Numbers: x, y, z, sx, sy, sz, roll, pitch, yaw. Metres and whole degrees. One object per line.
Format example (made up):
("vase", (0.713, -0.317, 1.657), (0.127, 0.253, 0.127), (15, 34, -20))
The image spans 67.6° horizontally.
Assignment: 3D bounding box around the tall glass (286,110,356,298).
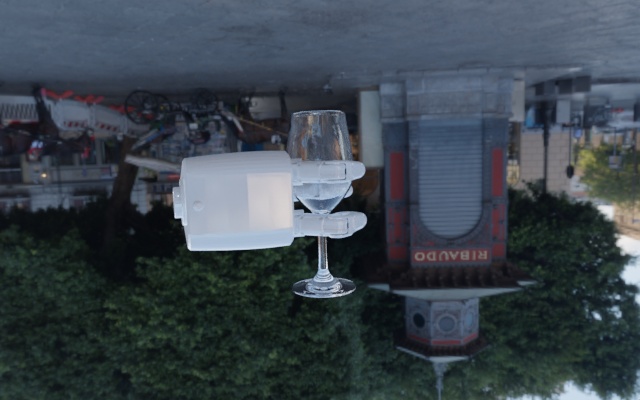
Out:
("tall glass", (0.000, 0.002, 0.541), (0.079, 0.201, 0.079), (-2, 6, 0))
